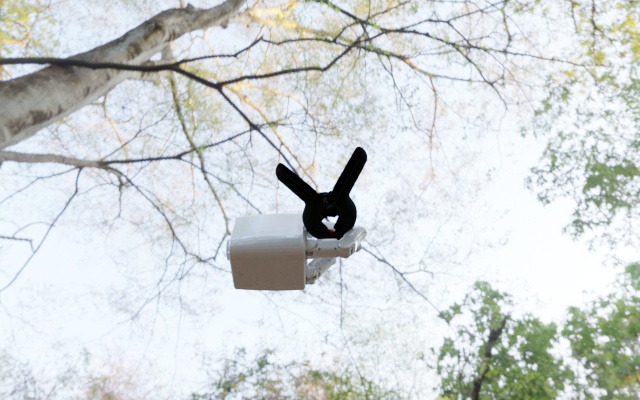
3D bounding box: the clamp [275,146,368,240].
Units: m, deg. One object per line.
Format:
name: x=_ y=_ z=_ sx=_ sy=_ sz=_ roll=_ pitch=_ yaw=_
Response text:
clamp: x=0.000 y=0.002 z=0.661 sx=0.120 sy=0.172 sz=0.039 roll=-2 pitch=39 yaw=-3
